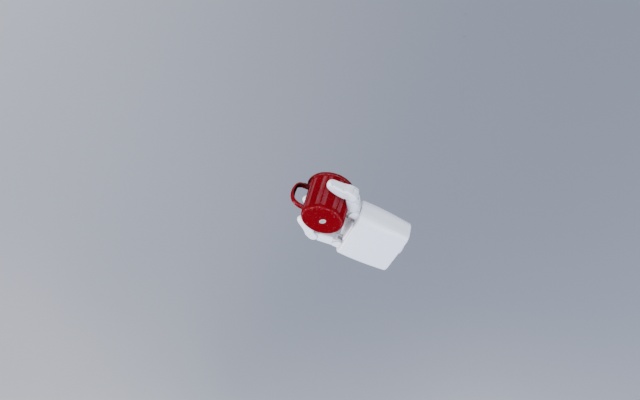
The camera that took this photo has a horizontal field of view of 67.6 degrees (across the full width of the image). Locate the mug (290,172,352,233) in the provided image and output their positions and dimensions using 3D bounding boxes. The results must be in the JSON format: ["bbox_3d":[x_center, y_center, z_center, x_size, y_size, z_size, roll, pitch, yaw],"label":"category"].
[{"bbox_3d":[-0.001,0.002,0.892,0.117,0.081,0.093,22,-39,-6],"label":"mug"}]
